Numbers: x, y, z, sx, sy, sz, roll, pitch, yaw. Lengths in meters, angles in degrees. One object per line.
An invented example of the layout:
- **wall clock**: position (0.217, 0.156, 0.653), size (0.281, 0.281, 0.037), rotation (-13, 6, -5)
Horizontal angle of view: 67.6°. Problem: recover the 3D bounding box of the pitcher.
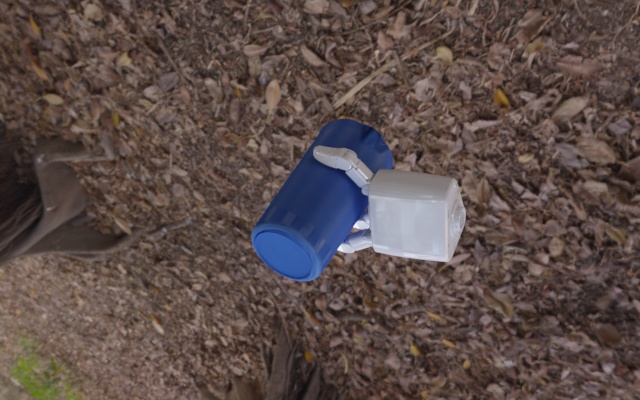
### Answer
- **pitcher**: position (0.000, 0.002, 0.709), size (0.145, 0.149, 0.242), rotation (9, 44, 29)
